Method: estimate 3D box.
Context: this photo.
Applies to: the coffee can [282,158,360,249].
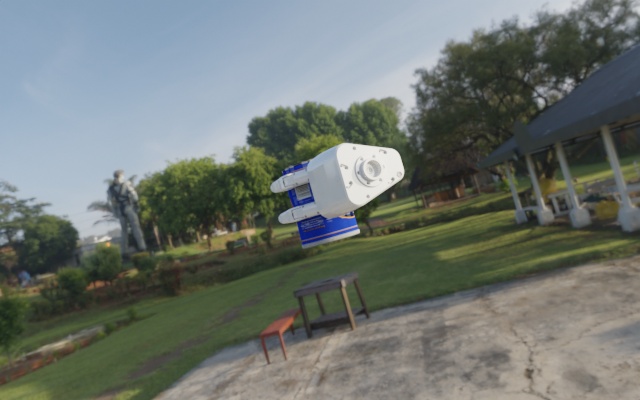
[{"bbox_3d":[0.000,0.003,0.828,0.103,0.140,0.103,-16,-3,-1],"label":"coffee can"}]
